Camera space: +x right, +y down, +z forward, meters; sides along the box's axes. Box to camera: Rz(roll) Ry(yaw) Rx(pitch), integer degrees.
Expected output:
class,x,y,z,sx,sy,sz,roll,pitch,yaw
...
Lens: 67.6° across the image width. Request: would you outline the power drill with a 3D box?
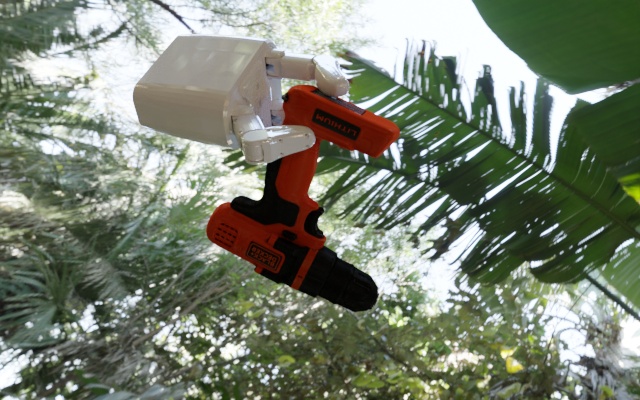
class,x,y,z,sx,sy,sz,roll,pitch,yaw
power drill,0.000,0.001,0.451,0.184,0.188,0.057,26,19,1
